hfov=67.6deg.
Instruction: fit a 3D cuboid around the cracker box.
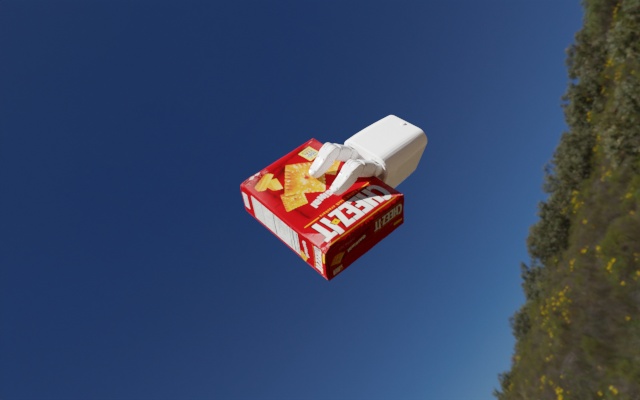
[{"bbox_3d":[0.000,0.003,0.761,0.164,0.072,0.213,-35,50,-25],"label":"cracker box"}]
